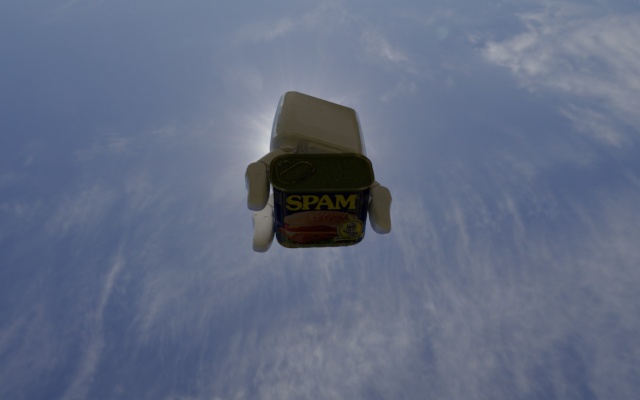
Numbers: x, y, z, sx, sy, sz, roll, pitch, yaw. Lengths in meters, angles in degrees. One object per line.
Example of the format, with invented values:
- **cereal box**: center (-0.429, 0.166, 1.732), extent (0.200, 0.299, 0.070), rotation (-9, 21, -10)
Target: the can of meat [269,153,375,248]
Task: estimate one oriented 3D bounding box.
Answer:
- **can of meat**: center (0.000, 0.002, 0.492), extent (0.102, 0.084, 0.057), rotation (-1, 41, -3)
